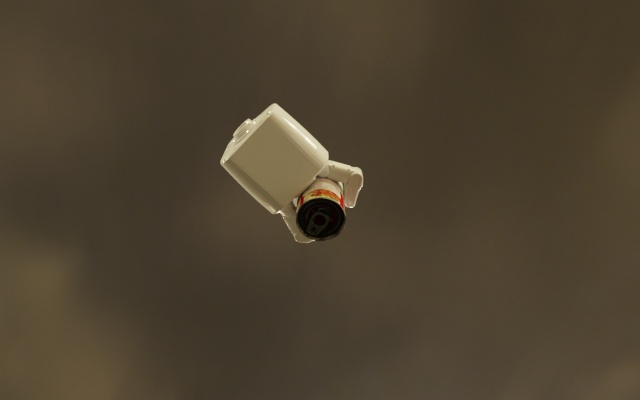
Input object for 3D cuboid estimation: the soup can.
[{"bbox_3d":[0.001,0.002,0.684,0.068,0.068,0.102,0,28,0],"label":"soup can"}]
